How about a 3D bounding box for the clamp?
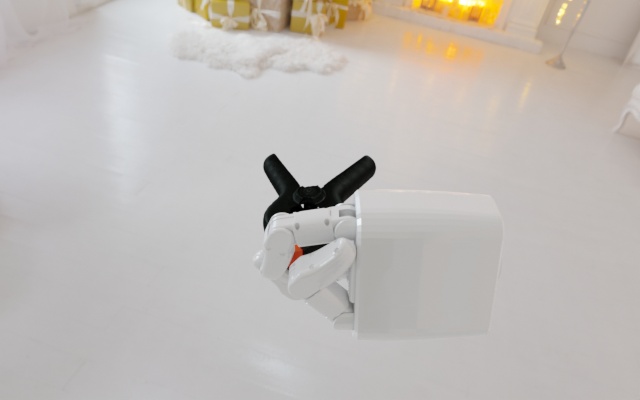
[{"bbox_3d":[0.000,0.001,0.459,0.120,0.039,0.171,-8,38,4],"label":"clamp"}]
